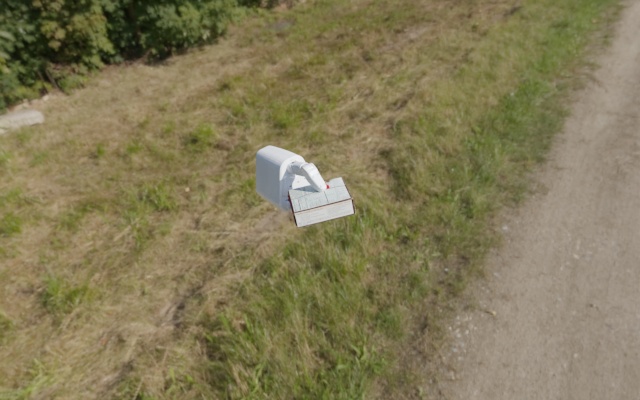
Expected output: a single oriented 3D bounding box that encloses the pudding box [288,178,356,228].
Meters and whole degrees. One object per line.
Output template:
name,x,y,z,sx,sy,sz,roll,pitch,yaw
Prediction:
pudding box,0.000,0.003,0.887,0.113,0.039,0.090,-15,31,-2
